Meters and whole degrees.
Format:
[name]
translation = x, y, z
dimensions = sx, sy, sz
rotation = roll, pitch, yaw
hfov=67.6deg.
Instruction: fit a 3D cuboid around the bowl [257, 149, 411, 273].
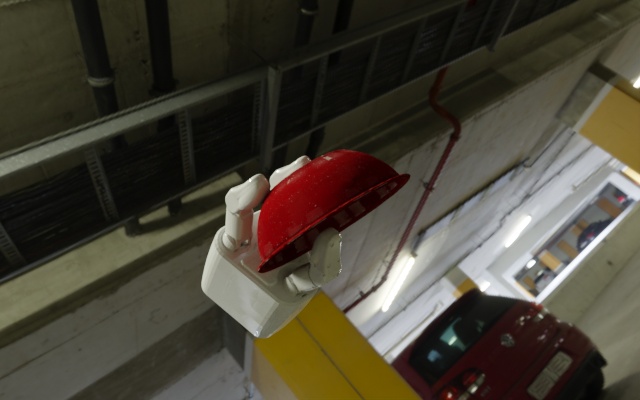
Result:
[bowl]
translation = 0.001, 0.000, 0.437
dimensions = 0.162, 0.055, 0.162
rotation = -31, -9, -5
